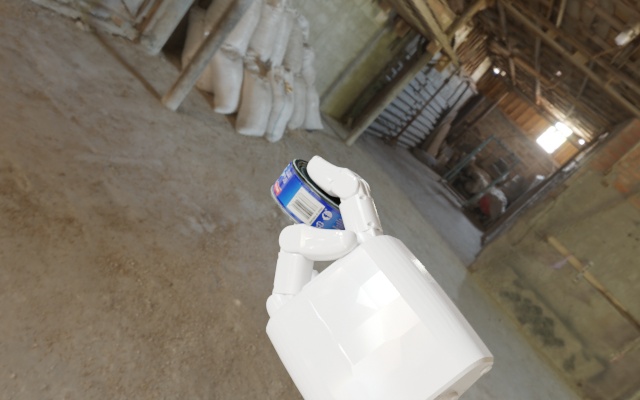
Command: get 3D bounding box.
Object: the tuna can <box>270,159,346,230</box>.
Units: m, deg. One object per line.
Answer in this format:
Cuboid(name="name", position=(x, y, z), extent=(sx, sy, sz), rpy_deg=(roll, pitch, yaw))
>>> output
Cuboid(name="tuna can", position=(0.000, 0.001, 0.422), extent=(0.086, 0.034, 0.086), rpy_deg=(35, 15, -11))
